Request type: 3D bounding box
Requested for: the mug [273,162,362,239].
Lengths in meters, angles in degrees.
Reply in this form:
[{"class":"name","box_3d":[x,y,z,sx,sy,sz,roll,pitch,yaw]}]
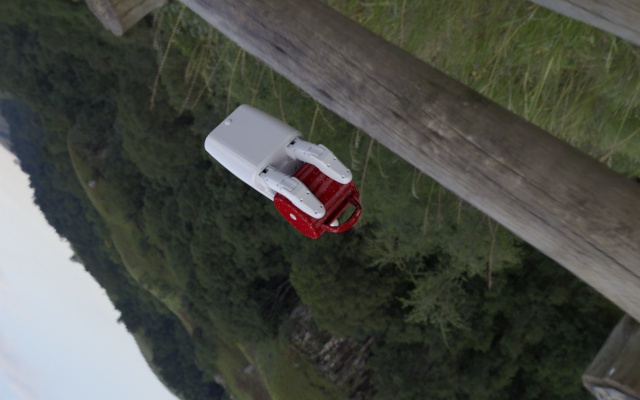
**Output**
[{"class":"mug","box_3d":[0.001,0.003,0.632,0.117,0.081,0.093,34,-18,29]}]
